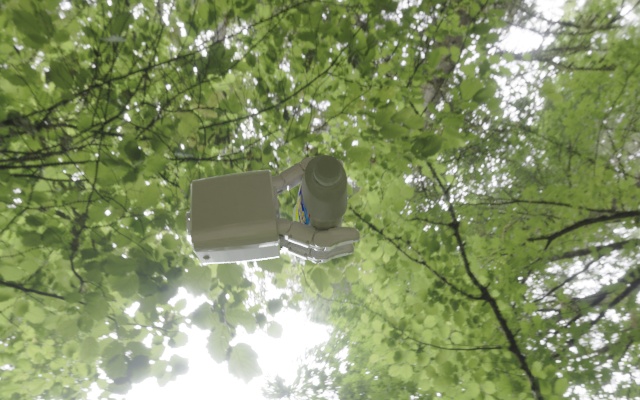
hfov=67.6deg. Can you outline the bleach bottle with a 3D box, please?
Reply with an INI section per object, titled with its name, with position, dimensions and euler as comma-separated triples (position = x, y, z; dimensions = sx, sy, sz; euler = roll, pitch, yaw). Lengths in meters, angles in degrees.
[bleach bottle]
position = 0.000, 0.002, 0.644
dimensions = 0.068, 0.102, 0.251
euler = -7, -21, -6
